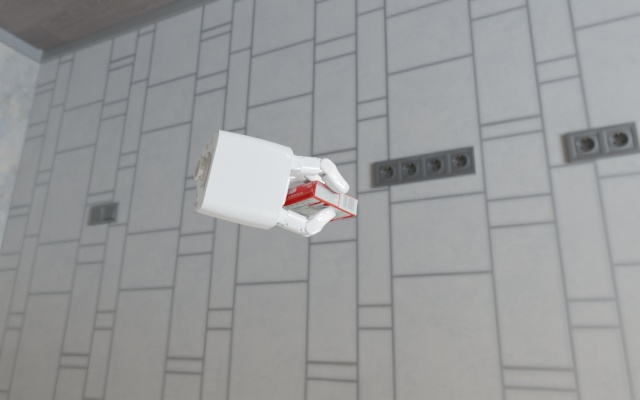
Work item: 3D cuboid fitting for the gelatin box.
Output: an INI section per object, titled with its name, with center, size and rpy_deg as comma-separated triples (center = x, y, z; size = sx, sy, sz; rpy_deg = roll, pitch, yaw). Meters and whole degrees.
[gelatin box]
center = 0.000, 0.003, 0.725
size = 0.089, 0.030, 0.073
rpy_deg = 24, -25, -34
